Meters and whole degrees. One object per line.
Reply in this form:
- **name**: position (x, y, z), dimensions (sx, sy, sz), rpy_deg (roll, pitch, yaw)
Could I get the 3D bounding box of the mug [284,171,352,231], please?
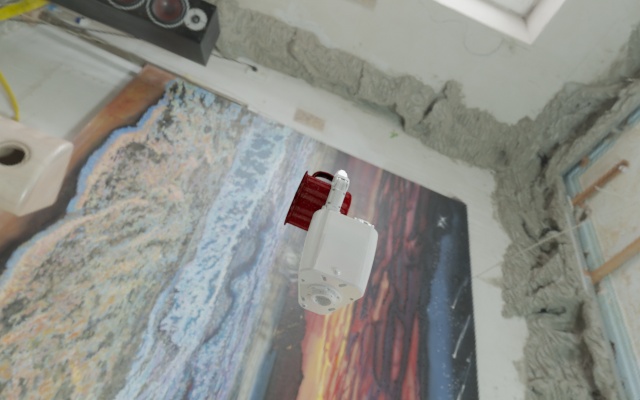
- **mug**: position (0.001, 0.002, 0.758), dimensions (0.081, 0.117, 0.093), rpy_deg (23, -40, -6)
